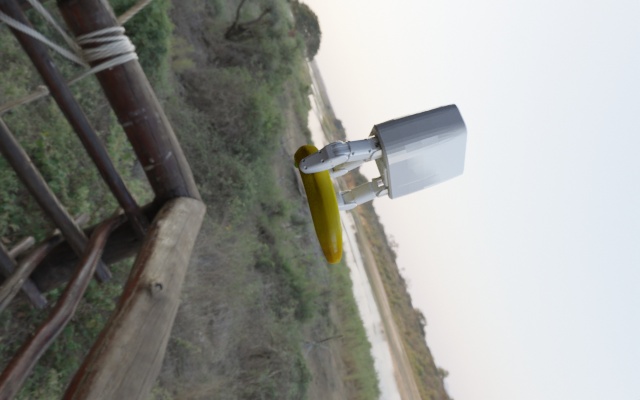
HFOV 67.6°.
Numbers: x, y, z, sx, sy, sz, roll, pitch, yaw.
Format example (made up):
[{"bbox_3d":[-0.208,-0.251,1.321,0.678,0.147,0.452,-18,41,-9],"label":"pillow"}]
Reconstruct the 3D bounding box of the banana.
[{"bbox_3d":[-0.003,-0.013,0.609,0.037,0.070,0.197,-14,45,-4],"label":"banana"}]
